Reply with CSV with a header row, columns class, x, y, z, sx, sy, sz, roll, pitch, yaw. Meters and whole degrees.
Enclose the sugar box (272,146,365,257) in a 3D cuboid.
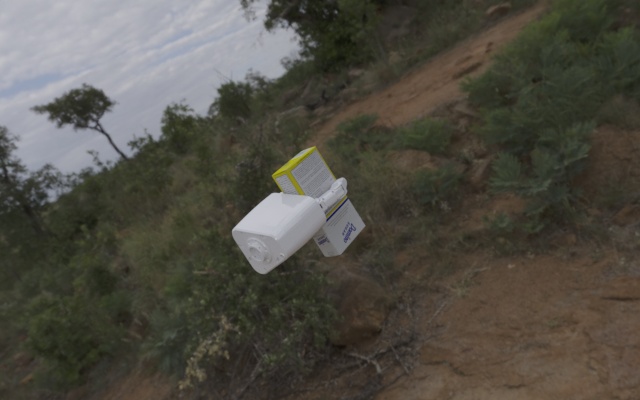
class,x,y,z,sx,sy,sz,roll,pitch,yaw
sugar box,0.000,0.003,0.835,0.048,0.176,0.093,-14,22,46
